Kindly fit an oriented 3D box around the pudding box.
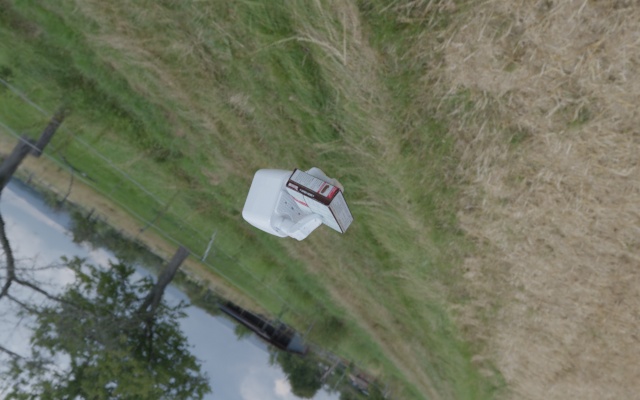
[{"bbox_3d":[0.000,0.003,0.788,0.090,0.039,0.113,25,-16,26],"label":"pudding box"}]
